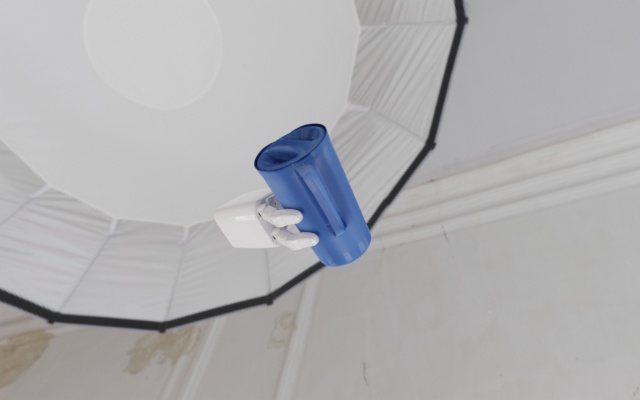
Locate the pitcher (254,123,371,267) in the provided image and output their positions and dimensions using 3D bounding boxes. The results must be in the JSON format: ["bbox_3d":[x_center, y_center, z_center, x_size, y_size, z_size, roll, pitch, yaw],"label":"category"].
[{"bbox_3d":[0.000,0.003,0.824,0.145,0.243,0.149,-7,37,34],"label":"pitcher"}]
